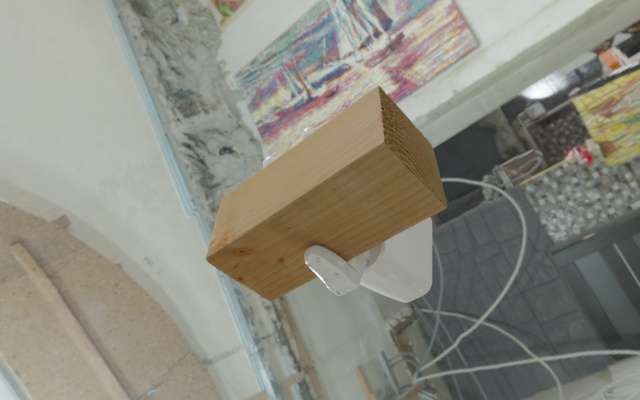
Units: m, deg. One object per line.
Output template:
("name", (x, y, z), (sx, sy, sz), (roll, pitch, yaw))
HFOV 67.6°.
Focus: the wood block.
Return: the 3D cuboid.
("wood block", (0.000, 0.002, 0.448), (0.206, 0.090, 0.090), (-33, -56, 27))
